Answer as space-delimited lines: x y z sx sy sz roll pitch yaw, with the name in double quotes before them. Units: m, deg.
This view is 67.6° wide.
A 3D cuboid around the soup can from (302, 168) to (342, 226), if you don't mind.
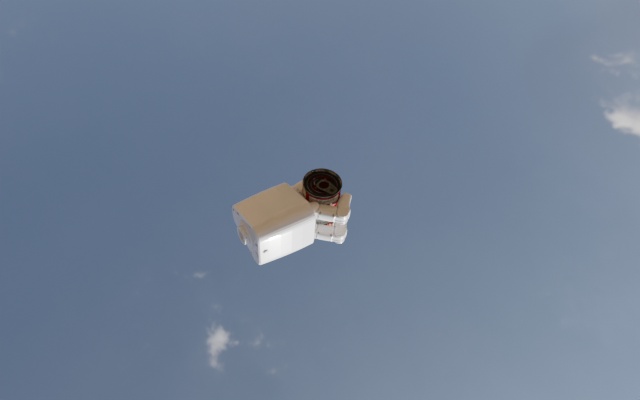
"soup can" 0.000 0.003 0.846 0.068 0.068 0.102 0 -41 -5
